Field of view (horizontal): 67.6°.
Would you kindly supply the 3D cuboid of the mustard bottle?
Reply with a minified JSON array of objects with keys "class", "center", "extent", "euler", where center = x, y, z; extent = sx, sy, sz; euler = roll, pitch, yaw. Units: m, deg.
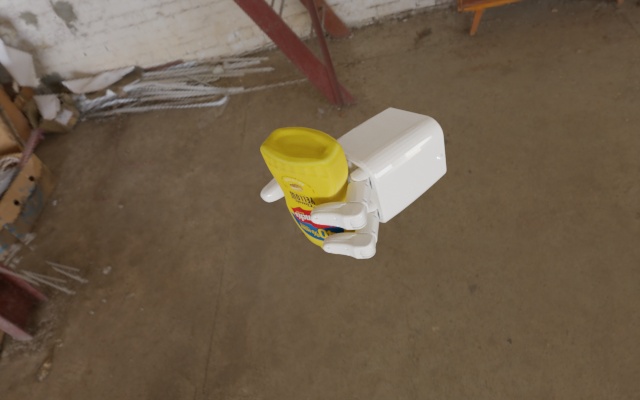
[{"class":"mustard bottle","center":[0.000,0.002,0.575],"extent":[0.096,0.058,0.192],"euler":[15,-34,30]}]
